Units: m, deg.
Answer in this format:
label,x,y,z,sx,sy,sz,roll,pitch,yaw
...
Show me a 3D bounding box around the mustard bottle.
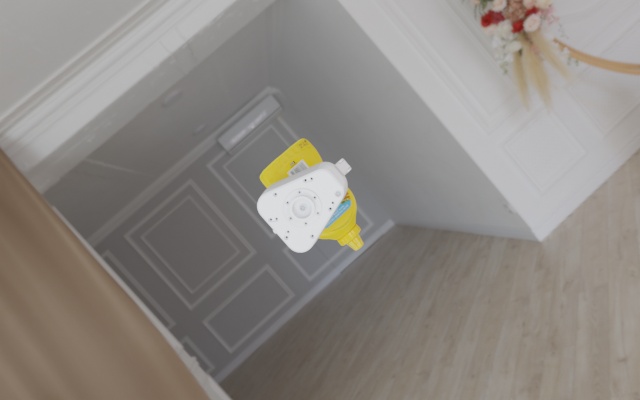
label,x,y,z,sx,sy,sz,roll,pitch,yaw
mustard bottle,0.000,0.002,0.755,0.096,0.191,0.058,-42,4,-16
